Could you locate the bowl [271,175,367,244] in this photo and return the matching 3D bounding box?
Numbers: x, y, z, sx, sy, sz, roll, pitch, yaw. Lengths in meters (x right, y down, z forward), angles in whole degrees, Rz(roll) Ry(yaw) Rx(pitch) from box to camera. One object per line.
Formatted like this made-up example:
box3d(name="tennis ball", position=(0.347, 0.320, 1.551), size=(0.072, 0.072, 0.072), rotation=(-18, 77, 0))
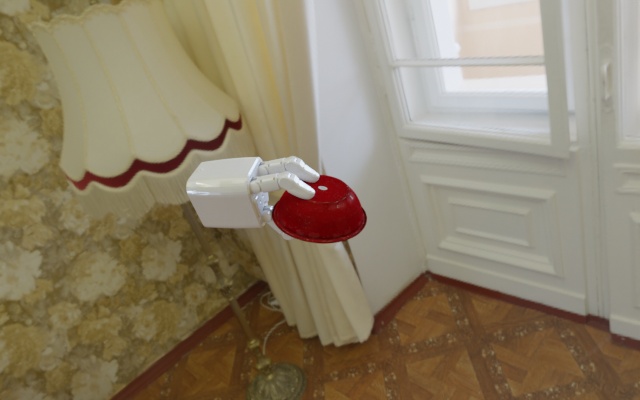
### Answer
box3d(name="bowl", position=(0.001, 0.002, 0.794), size=(0.162, 0.055, 0.162), rotation=(4, 32, -2))
